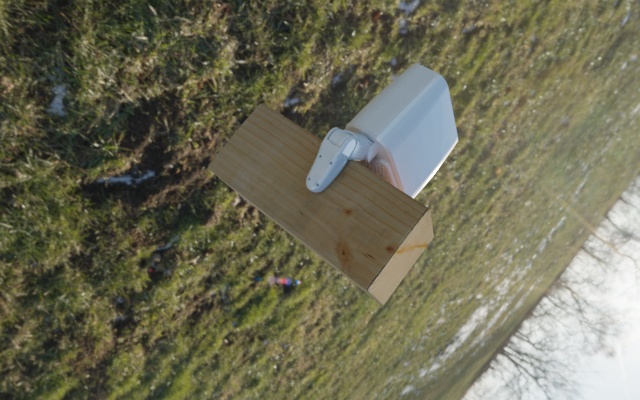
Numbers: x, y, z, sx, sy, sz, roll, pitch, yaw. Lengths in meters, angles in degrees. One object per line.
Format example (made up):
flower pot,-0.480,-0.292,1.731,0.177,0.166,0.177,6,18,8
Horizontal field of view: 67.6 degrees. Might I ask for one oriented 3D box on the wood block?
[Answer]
wood block,0.000,0.001,0.480,0.206,0.090,0.091,35,-8,25
